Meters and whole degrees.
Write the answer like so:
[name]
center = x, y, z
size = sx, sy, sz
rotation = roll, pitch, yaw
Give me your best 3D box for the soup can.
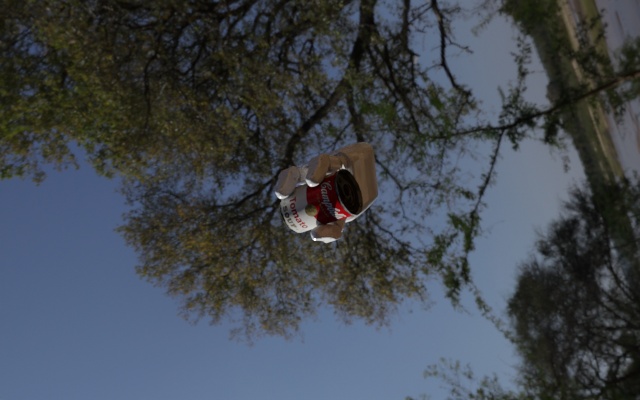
[soup can]
center = 0.000, 0.003, 0.687
size = 0.102, 0.068, 0.068
rotation = -19, -10, 30
